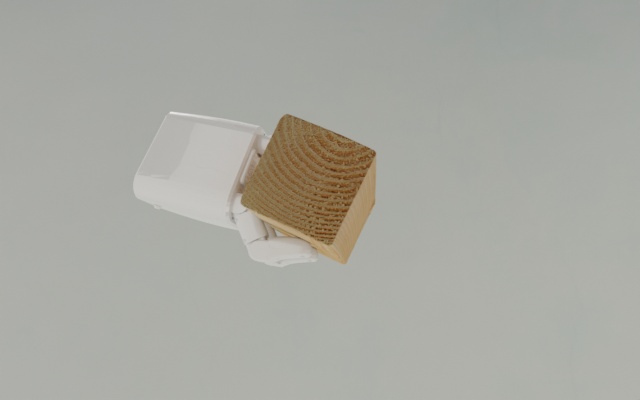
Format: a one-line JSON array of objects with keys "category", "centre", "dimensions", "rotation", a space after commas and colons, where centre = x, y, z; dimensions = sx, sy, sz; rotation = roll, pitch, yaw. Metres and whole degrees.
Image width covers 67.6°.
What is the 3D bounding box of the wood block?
[{"category": "wood block", "centre": [0.000, 0.001, 0.496], "dimensions": [0.090, 0.091, 0.206], "rotation": [24, -8, 10]}]
